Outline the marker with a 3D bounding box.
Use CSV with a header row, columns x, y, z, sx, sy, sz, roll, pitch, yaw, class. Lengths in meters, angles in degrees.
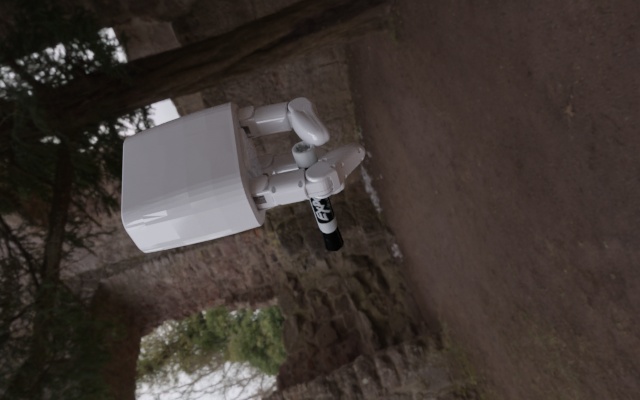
x,y,z,sx,sy,sz,roll,pitch,yaw,class
0.000,0.001,0.423,0.020,0.121,0.020,-11,40,9,marker
